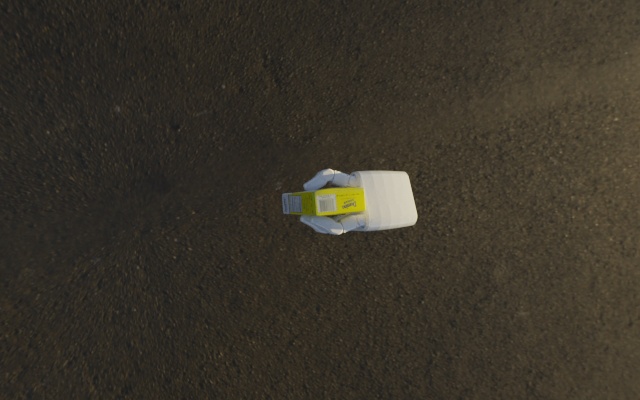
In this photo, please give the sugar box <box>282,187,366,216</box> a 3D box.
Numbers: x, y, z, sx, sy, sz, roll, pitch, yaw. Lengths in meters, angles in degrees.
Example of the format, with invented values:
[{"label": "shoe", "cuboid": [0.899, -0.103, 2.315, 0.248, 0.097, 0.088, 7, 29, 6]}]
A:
[{"label": "sugar box", "cuboid": [0.000, 0.003, 0.856, 0.093, 0.048, 0.176, -4, -2, -21]}]
